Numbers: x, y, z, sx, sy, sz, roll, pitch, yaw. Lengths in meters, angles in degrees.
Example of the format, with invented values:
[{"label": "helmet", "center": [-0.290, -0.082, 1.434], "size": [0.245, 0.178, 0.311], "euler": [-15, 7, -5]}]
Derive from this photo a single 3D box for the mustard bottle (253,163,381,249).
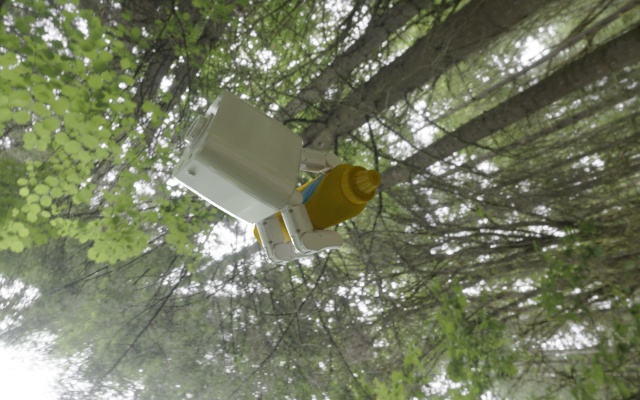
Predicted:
[{"label": "mustard bottle", "center": [0.000, 0.002, 0.565], "size": [0.192, 0.058, 0.096], "euler": [-26, 15, 50]}]
